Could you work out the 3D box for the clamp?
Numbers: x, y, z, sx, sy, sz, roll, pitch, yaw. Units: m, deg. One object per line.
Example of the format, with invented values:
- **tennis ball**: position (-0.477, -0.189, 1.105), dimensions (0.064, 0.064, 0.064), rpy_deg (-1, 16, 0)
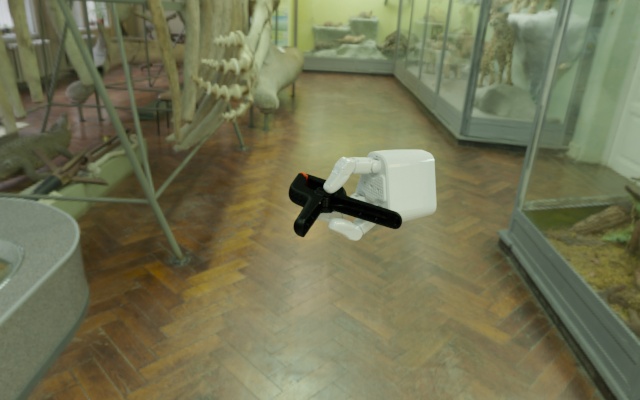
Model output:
- **clamp**: position (0.000, 0.001, 0.732), dimensions (0.164, 0.036, 0.210), rpy_deg (-5, 24, -30)
